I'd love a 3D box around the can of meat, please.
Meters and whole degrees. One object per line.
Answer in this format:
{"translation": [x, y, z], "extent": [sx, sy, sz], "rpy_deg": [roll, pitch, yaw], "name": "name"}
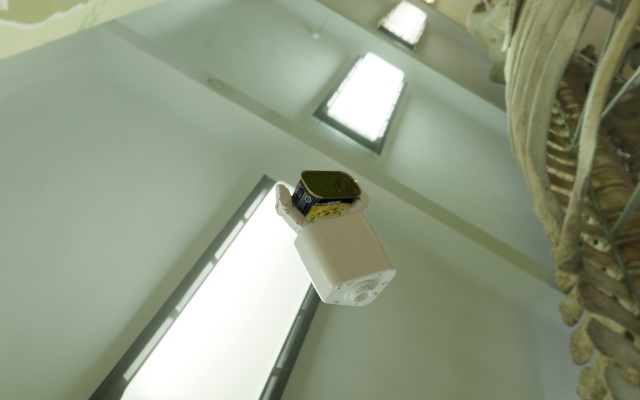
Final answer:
{"translation": [0.000, 0.003, 0.753], "extent": [0.102, 0.057, 0.084], "rpy_deg": [-2, -43, -38], "name": "can of meat"}
